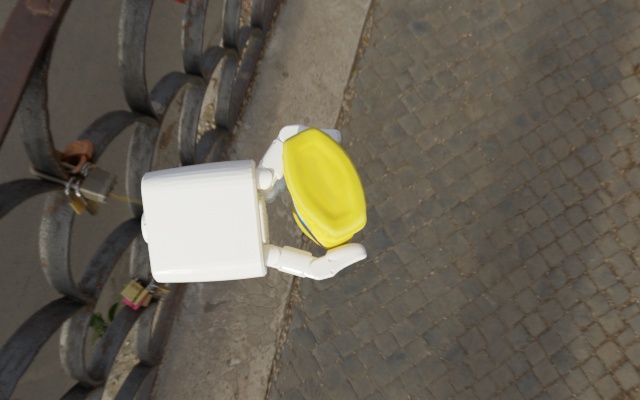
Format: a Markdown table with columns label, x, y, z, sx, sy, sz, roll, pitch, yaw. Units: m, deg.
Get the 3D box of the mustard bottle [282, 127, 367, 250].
| label | x | y | z | sx | sy | sz | roll | pitch | yaw |
| --- | --- | --- | --- | --- | --- | --- | --- | --- | --- |
| mustard bottle | 0.000 | 0.001 | 0.478 | 0.058 | 0.096 | 0.192 | -29 | -9 | -7 |
